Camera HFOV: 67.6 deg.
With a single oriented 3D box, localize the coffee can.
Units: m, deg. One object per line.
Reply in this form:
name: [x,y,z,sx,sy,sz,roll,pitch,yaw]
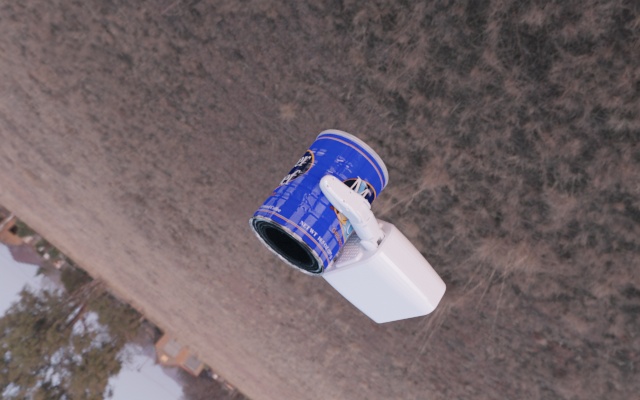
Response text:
coffee can: [0.000,0.002,0.558,0.103,0.140,0.103,31,-24,15]
